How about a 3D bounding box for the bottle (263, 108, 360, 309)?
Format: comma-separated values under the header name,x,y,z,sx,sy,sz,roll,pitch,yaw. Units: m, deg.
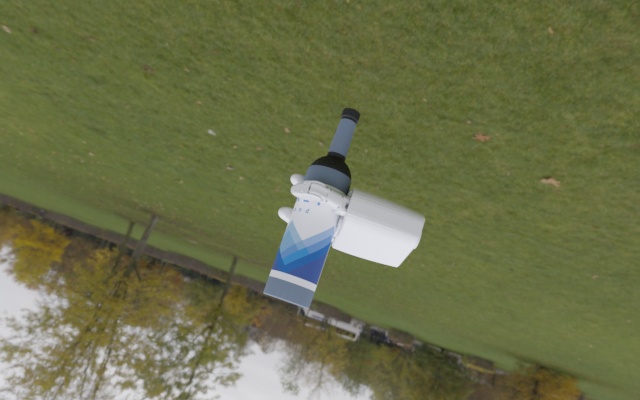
name,x,y,z,sx,sy,sz,roll,pitch,yaw
bottle,0.000,0.002,0.686,0.069,0.295,0.069,18,-13,4
